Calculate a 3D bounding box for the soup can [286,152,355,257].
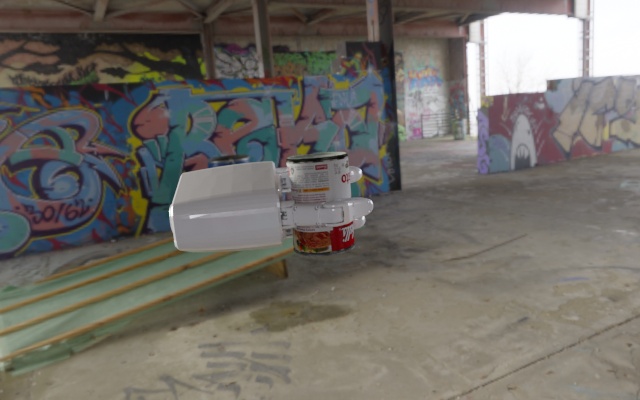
[{"bbox_3d":[0.001,0.001,0.516,0.068,0.102,0.068,-5,10,1],"label":"soup can"}]
